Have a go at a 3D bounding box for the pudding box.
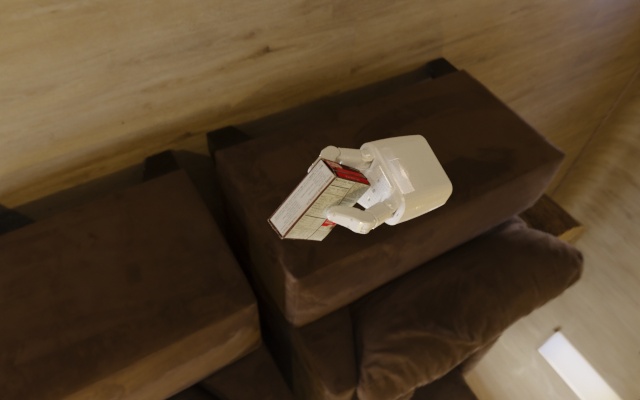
[{"bbox_3d":[0.000,0.002,0.617,0.090,0.113,0.039,11,34,-55],"label":"pudding box"}]
